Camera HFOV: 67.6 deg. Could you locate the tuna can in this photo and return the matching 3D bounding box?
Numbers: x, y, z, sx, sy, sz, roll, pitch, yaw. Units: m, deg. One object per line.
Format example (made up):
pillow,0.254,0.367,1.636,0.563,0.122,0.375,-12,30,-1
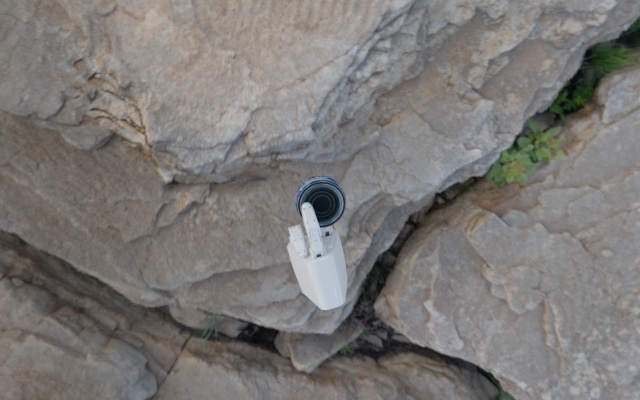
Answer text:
tuna can,0.000,0.003,0.810,0.086,0.086,0.033,0,17,-7
